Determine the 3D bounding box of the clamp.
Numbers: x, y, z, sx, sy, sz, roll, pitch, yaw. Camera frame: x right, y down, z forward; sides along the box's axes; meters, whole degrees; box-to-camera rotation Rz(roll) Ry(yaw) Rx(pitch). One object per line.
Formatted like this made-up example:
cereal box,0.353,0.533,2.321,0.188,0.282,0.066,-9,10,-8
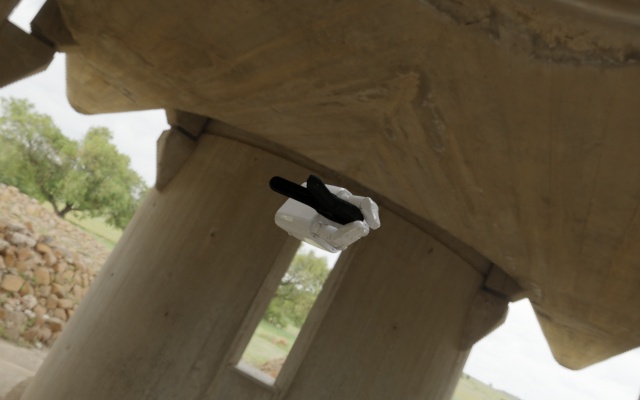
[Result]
clamp,0.001,0.002,0.772,0.120,0.039,0.171,15,-17,48
